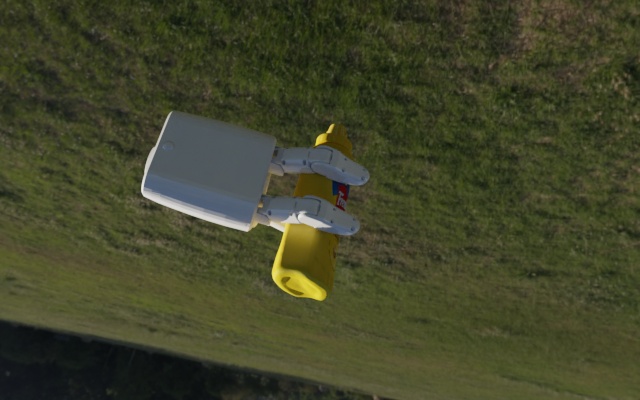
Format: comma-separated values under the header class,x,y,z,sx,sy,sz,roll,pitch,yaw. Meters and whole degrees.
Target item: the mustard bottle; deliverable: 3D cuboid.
class,x,y,z,sx,sy,sz,roll,pitch,yaw
mustard bottle,0.000,0.002,0.507,0.058,0.191,0.096,6,-25,15
